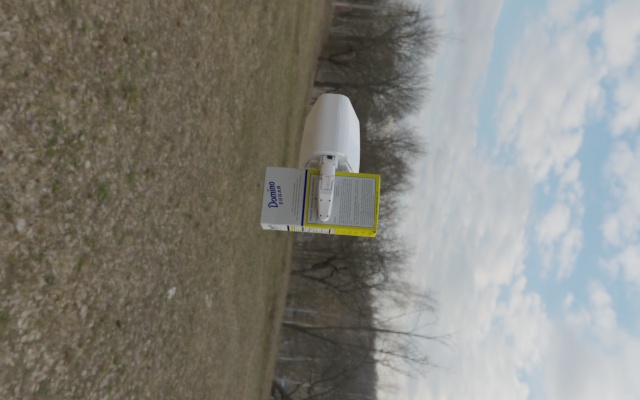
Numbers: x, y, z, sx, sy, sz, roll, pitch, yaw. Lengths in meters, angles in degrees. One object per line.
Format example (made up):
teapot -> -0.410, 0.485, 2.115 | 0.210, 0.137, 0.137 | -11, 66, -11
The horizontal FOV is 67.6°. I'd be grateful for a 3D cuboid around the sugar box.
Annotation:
sugar box -> 0.000, 0.002, 0.731 | 0.176, 0.093, 0.048 | 4, -17, 2
